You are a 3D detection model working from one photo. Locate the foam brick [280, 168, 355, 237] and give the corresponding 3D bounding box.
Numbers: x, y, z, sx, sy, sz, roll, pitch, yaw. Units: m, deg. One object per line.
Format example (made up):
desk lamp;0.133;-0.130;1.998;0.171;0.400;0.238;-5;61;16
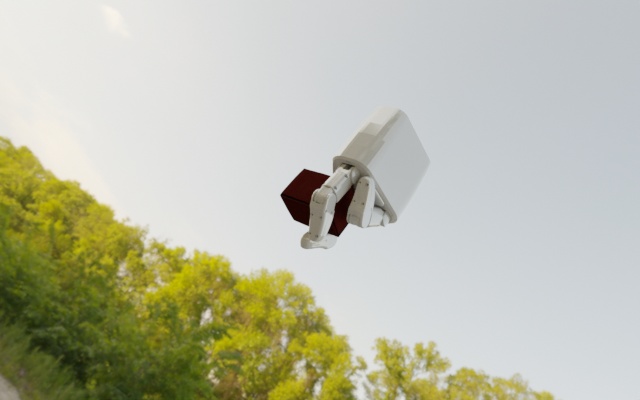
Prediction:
foam brick;0.000;0.002;0.602;0.078;0.051;0.053;19;-32;33
